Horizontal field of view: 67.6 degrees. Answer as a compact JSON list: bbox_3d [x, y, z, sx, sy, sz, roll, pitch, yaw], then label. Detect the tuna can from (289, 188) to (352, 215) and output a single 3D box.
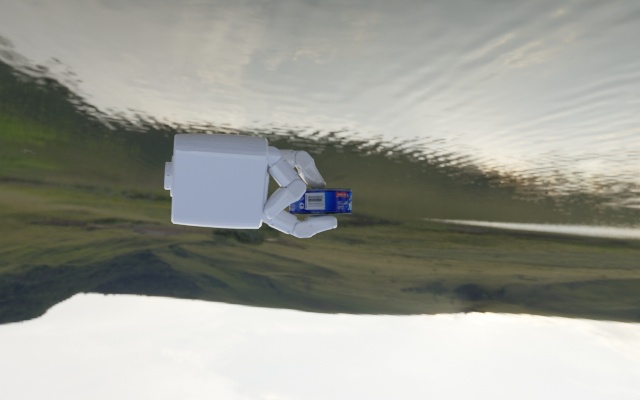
[{"bbox_3d":[0.000,0.003,0.644,0.086,0.034,0.086,-1,-2,0],"label":"tuna can"}]
